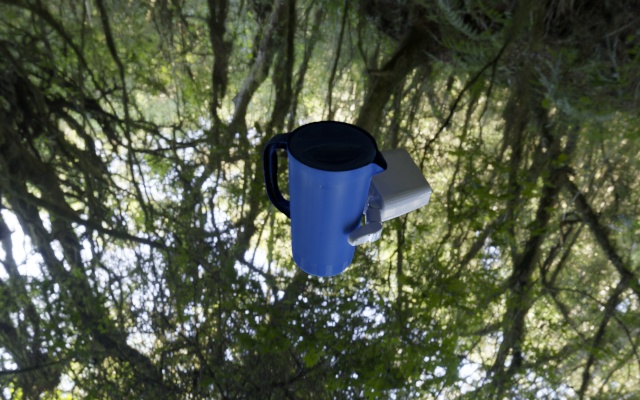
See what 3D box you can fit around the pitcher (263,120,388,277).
[{"bbox_3d":[0.000,0.002,0.763,0.145,0.243,0.149,-17,45,-24],"label":"pitcher"}]
